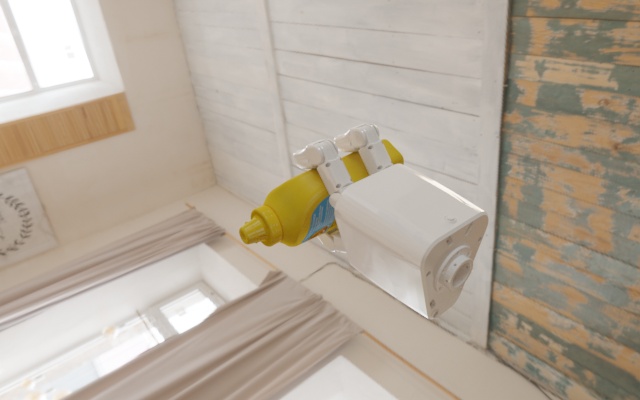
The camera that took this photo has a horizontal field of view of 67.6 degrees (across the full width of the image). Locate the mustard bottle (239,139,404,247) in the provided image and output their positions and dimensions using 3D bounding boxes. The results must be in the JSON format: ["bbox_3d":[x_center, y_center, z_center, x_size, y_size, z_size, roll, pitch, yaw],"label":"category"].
[{"bbox_3d":[0.000,0.001,0.511,0.191,0.058,0.096,-25,-25,-31],"label":"mustard bottle"}]
